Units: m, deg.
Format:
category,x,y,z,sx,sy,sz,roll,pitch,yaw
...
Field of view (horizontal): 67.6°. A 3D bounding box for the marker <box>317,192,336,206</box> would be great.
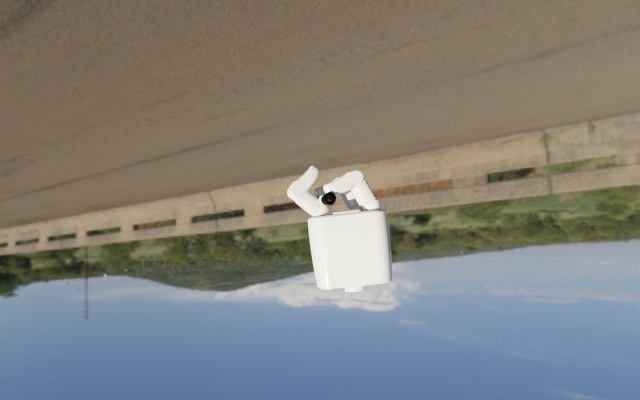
category,x,y,z,sx,sy,sz,roll,pitch,yaw
marker,0.000,0.002,0.726,0.020,0.020,0.121,0,-5,-14
